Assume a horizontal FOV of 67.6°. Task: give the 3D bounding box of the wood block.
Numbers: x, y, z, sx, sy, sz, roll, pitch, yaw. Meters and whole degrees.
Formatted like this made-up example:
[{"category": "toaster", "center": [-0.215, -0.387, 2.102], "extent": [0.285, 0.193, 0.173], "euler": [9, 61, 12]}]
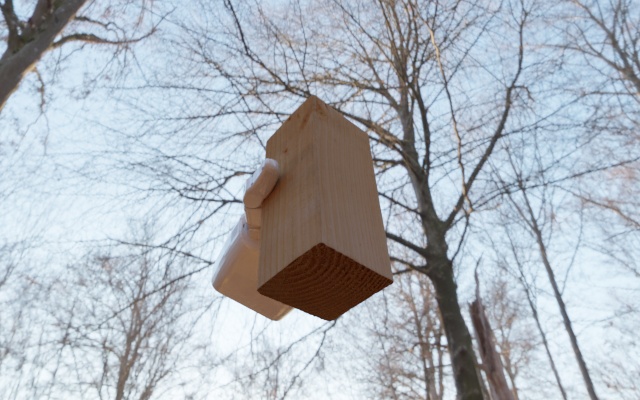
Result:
[{"category": "wood block", "center": [0.000, 0.002, 0.487], "extent": [0.091, 0.206, 0.090], "euler": [30, -53, -30]}]
